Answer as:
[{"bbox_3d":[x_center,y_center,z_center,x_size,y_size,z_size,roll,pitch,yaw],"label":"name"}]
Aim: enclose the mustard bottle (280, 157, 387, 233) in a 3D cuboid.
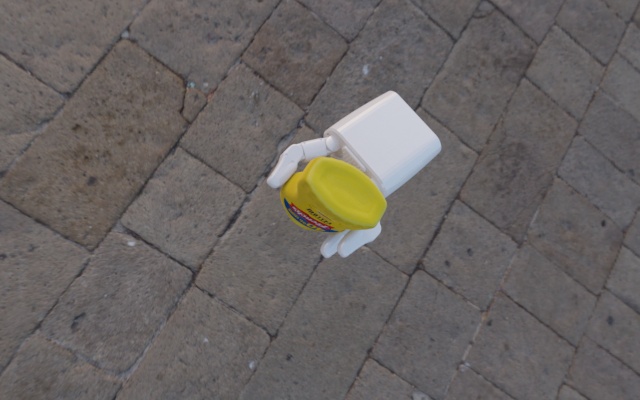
[{"bbox_3d":[0.000,0.002,0.585,0.096,0.058,0.191,33,-15,-12],"label":"mustard bottle"}]
